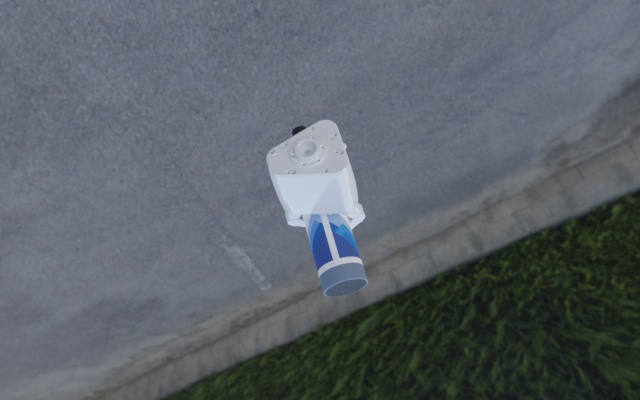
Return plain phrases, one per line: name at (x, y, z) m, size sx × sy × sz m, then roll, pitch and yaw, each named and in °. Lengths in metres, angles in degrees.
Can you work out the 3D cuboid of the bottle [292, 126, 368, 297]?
bottle at (0.000, 0.003, 0.757) m, size 0.069 × 0.295 × 0.069 m, roll -13°, pitch -29°, yaw -7°
